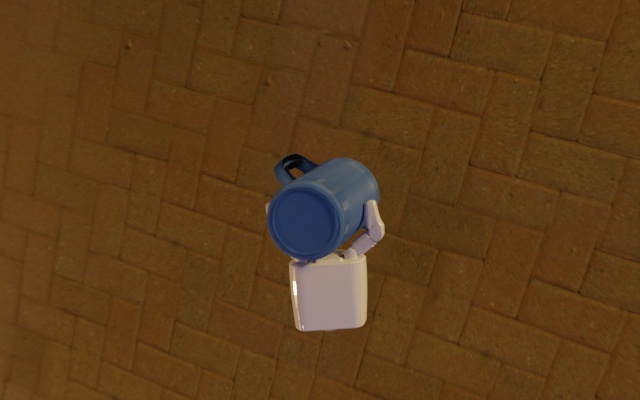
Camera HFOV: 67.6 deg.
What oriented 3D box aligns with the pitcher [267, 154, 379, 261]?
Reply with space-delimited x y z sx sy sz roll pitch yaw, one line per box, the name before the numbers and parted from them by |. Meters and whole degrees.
pitcher | 0.000 0.003 0.730 0.149 0.145 0.243 -1 8 15
